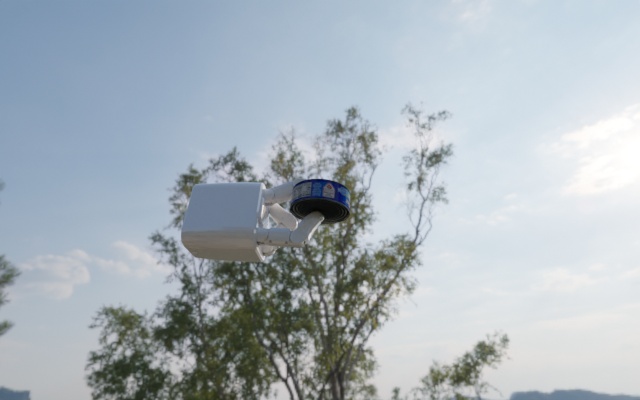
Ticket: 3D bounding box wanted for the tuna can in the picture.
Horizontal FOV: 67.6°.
[{"bbox_3d":[0.000,0.002,0.683,0.086,0.033,0.086,4,-25,2],"label":"tuna can"}]
